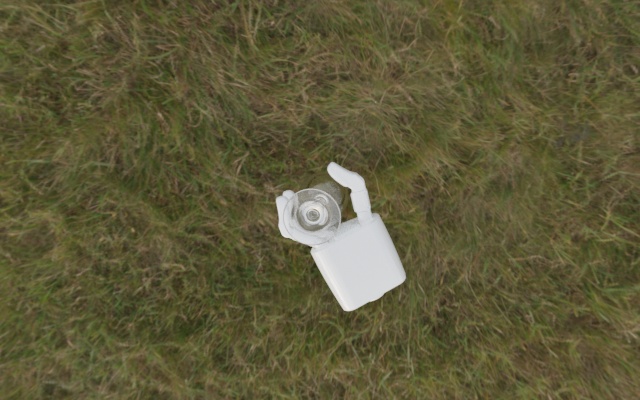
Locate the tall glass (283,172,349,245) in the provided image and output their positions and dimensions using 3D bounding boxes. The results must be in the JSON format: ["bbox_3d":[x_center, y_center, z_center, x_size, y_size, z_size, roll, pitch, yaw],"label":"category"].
[{"bbox_3d":[0.000,0.002,0.701,0.079,0.079,0.201,0,12,7],"label":"tall glass"}]
